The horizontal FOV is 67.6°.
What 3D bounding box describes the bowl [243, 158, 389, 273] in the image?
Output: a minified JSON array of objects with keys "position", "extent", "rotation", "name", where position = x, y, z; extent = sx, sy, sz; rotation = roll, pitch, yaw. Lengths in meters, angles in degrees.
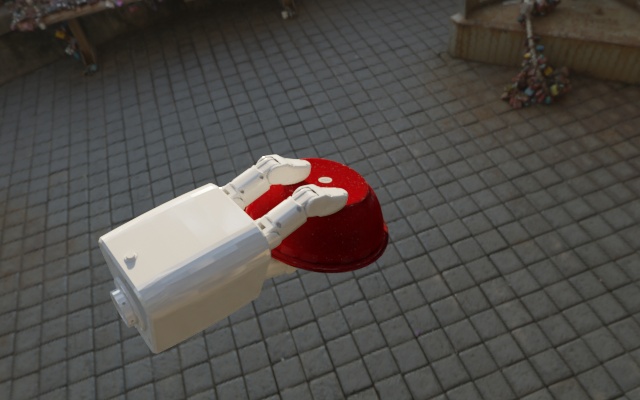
[{"position":[0.001,0.001,0.503],"extent":[0.162,0.055,0.162],"rotation":[9,33,-6],"name":"bowl"}]
